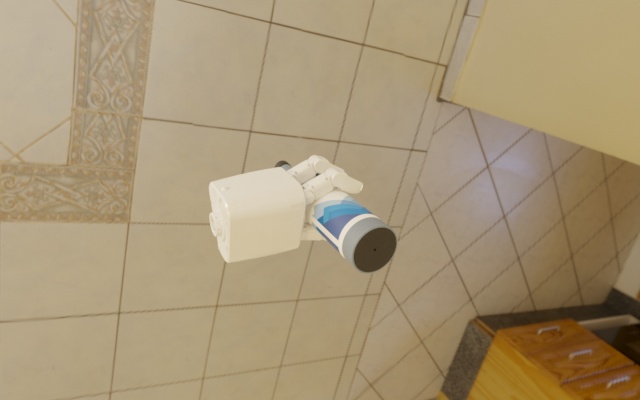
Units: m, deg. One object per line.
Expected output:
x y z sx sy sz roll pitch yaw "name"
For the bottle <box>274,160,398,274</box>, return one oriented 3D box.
0.000 0.002 0.697 0.069 0.069 0.295 0 23 -30 "bottle"
